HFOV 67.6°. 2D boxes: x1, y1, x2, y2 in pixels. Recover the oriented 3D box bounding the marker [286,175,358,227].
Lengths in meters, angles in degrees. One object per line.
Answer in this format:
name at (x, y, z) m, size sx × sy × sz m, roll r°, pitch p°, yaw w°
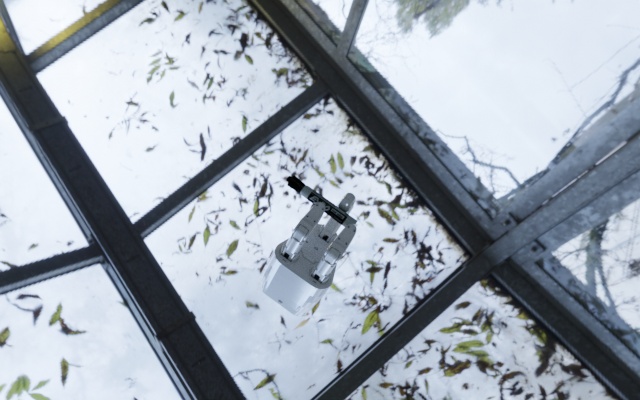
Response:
marker at (0.000, 0.002, 0.698) m, size 0.121 × 0.020 × 0.020 m, roll 36°, pitch 4°, yaw 6°
